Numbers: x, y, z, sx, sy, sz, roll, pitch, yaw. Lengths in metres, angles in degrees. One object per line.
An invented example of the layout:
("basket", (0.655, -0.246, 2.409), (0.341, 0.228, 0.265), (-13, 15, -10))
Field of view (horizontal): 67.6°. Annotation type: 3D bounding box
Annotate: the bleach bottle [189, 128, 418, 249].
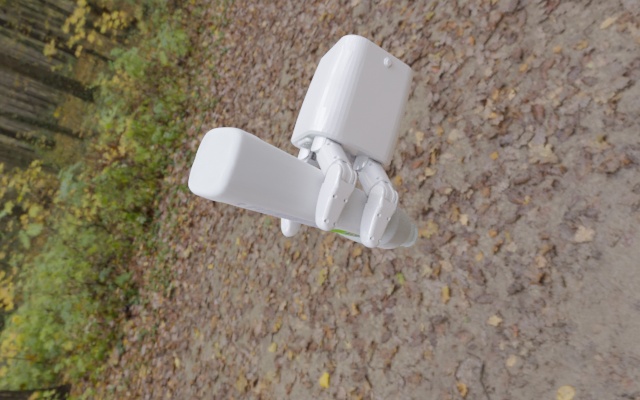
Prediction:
("bleach bottle", (0.000, 0.002, 0.497), (0.251, 0.068, 0.102), (21, -5, -33))
